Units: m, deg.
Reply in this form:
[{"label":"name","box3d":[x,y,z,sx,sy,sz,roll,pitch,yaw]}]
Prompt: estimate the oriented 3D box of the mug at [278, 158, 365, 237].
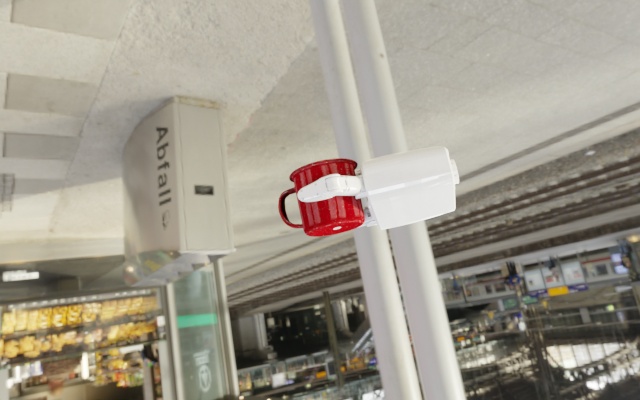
[{"label":"mug","box3d":[-0.001,0.003,0.628,0.117,0.081,0.093,-14,-14,11]}]
